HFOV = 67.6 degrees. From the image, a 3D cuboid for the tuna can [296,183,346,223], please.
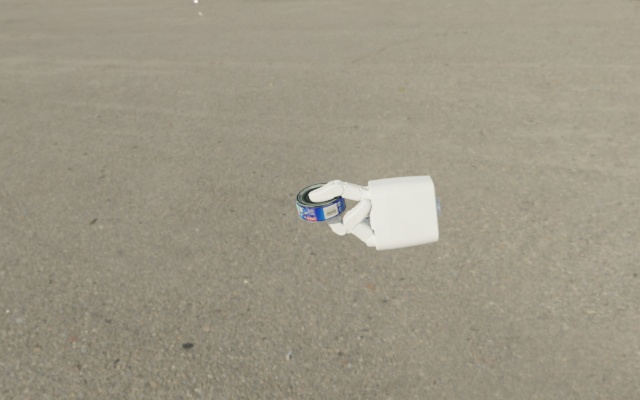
[{"bbox_3d":[0.000,0.002,0.835,0.086,0.034,0.086,-9,29,5],"label":"tuna can"}]
